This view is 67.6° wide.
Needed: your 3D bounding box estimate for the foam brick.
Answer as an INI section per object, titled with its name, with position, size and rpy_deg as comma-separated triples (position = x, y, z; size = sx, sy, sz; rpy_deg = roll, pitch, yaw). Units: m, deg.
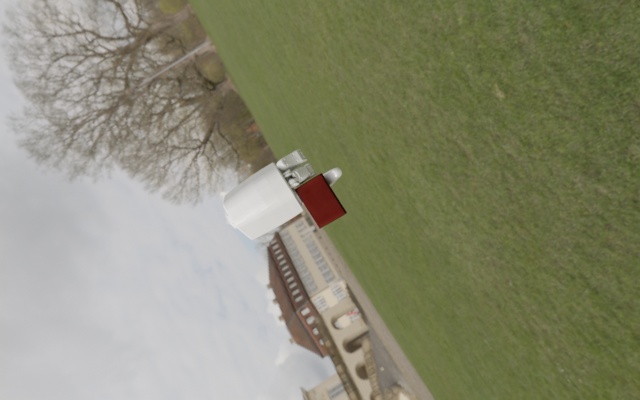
[foam brick]
position = 0.000, 0.003, 0.789
size = 0.051, 0.078, 0.053
rpy_deg = -32, -3, -4
